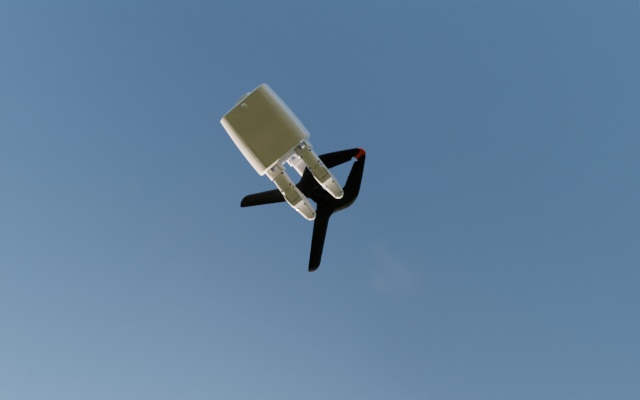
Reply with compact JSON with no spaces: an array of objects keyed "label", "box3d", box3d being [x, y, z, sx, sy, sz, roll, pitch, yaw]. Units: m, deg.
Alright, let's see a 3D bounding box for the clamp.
[{"label":"clamp","box3d":[0.000,0.002,0.760,0.210,0.164,0.036,-38,6,8]}]
